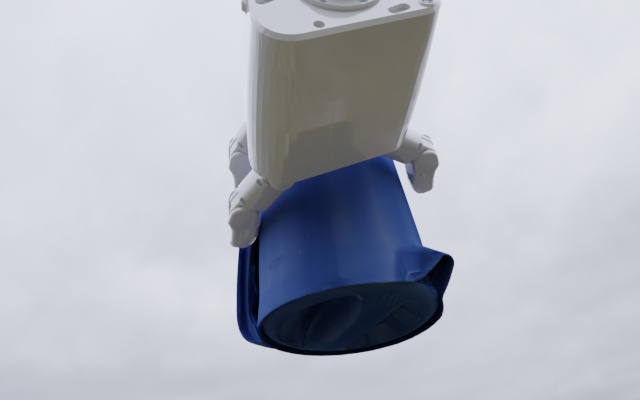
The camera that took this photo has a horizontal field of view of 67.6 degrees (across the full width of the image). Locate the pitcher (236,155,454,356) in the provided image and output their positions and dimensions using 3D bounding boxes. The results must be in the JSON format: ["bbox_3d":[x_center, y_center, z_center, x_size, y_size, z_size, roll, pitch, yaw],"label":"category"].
[{"bbox_3d":[0.000,0.001,0.409,0.149,0.242,0.145,-2,-36,-9],"label":"pitcher"}]
